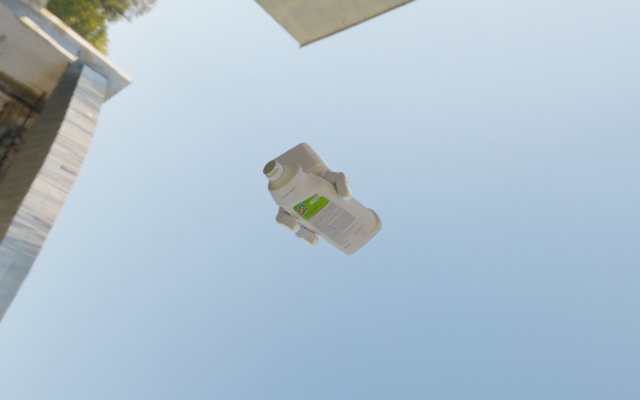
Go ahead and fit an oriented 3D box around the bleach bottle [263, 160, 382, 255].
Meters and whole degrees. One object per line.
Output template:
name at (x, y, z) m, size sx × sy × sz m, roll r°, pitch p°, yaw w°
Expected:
bleach bottle at (0.000, 0.003, 0.850) m, size 0.251 × 0.102 × 0.068 m, roll 39°, pitch 12°, yaw -37°
